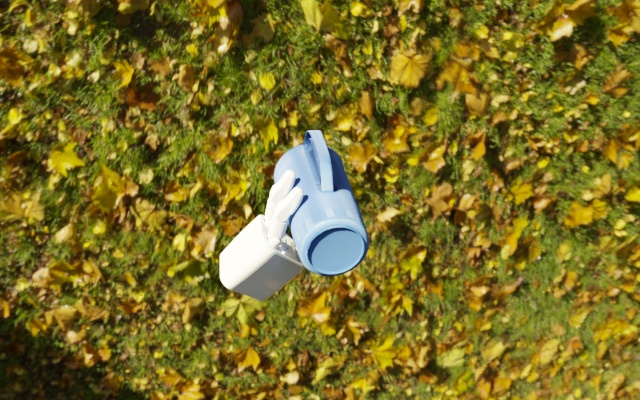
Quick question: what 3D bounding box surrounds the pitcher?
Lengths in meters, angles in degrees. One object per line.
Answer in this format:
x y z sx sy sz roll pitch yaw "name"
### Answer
0.000 0.003 0.795 0.149 0.145 0.242 42 15 -30 "pitcher"
